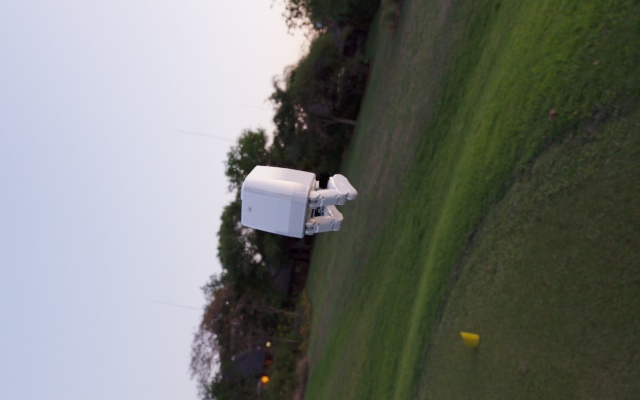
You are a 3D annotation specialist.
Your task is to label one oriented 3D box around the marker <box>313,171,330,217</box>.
[{"bbox_3d":[0.000,0.003,0.830,0.020,0.121,0.020,6,35,-4],"label":"marker"}]
